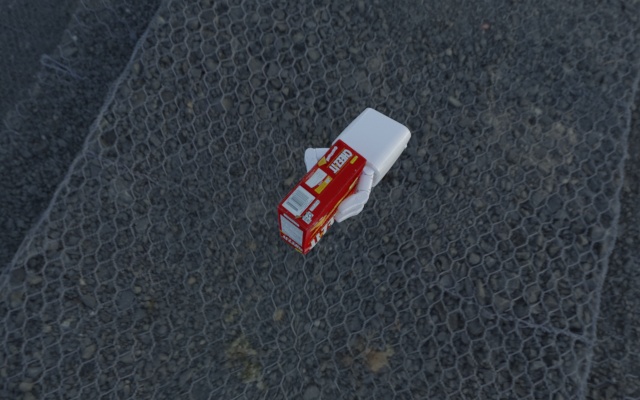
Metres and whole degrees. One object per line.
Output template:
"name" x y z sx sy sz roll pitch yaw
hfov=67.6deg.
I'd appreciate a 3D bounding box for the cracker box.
"cracker box" 0.000 0.003 0.886 0.072 0.164 0.214 39 -15 9
